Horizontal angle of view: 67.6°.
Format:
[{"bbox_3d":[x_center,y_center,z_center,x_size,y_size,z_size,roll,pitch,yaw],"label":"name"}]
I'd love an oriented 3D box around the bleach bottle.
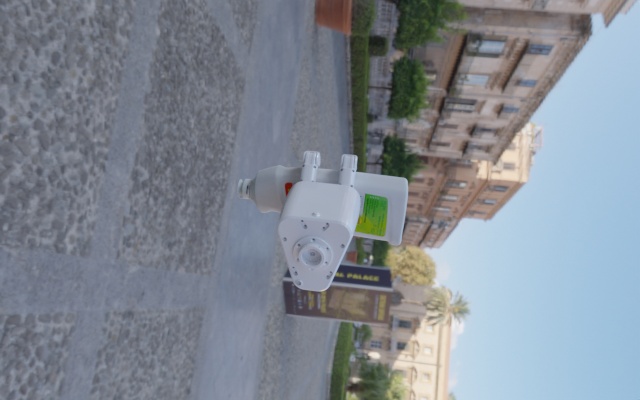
[{"bbox_3d":[0.000,0.002,0.720,0.251,0.103,0.068,6,25,6],"label":"bleach bottle"}]
